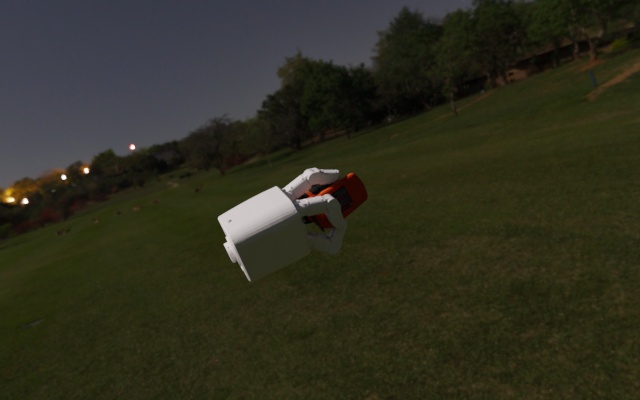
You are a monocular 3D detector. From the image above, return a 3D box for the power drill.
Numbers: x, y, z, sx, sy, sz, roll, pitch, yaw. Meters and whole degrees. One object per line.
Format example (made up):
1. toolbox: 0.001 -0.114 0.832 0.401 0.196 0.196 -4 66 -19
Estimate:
1. power drill: 0.000 0.003 0.845 0.184 0.057 0.187 -38 11 -28
